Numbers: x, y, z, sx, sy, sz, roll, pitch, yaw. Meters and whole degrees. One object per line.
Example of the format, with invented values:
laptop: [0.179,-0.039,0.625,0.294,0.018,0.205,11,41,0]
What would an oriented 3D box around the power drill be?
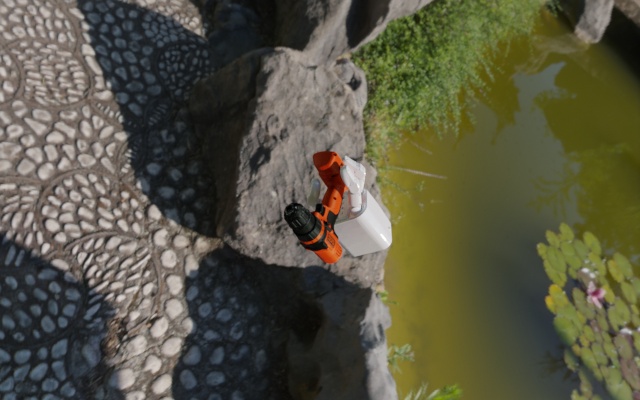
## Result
power drill: [0.000,0.003,0.896,0.057,0.187,0.184,0,-31,27]
